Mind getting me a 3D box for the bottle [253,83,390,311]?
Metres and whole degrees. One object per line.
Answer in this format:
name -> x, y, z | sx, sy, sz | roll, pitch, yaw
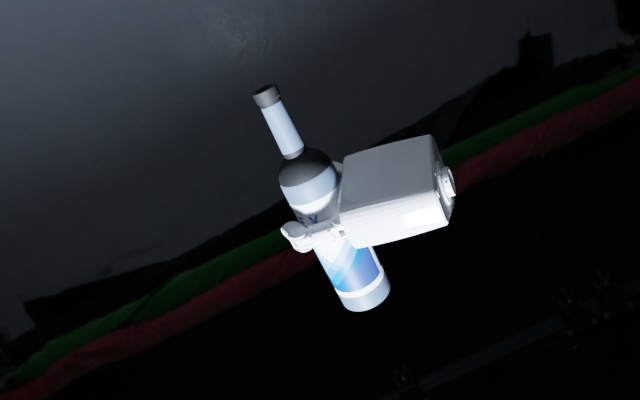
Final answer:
bottle -> 0.000, 0.002, 0.565 | 0.069, 0.296, 0.069 | -22, 25, 11
